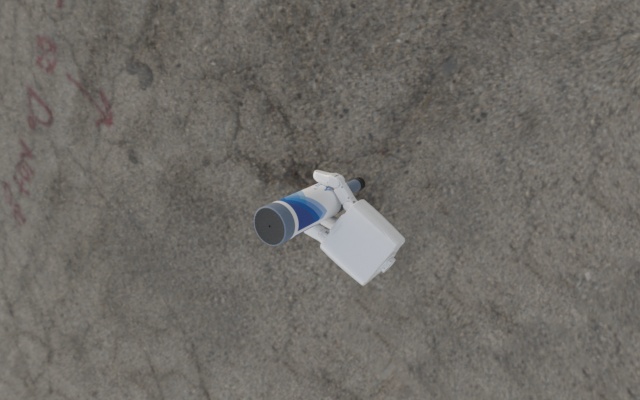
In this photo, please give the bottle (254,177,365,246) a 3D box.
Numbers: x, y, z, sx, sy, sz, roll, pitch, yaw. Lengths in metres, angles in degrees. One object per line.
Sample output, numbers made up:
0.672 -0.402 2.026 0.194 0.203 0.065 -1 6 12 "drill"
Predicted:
0.000 0.003 0.874 0.069 0.069 0.295 0 15 35 "bottle"
